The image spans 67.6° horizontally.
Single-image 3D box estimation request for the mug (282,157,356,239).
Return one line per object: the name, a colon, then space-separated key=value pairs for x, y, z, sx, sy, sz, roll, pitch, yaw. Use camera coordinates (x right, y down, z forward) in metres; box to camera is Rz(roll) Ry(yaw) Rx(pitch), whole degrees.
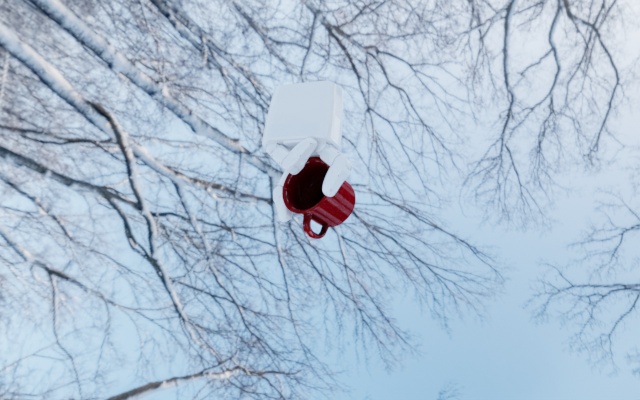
mug: x=0.000 y=0.004 z=0.733 sx=0.093 sy=0.117 sz=0.081 roll=-7 pitch=-27 yaw=33
